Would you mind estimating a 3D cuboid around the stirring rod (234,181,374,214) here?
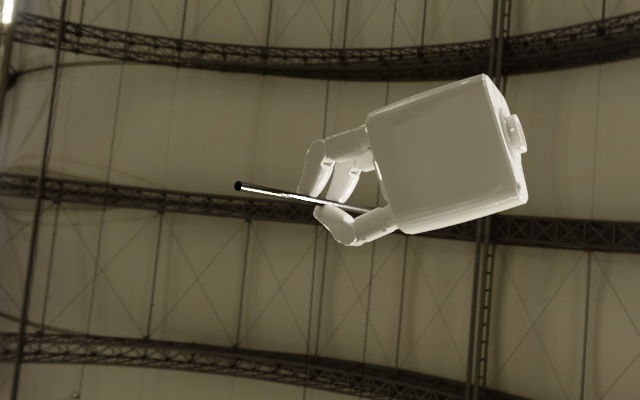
[{"bbox_3d":[0.000,0.002,0.473,0.011,0.011,0.239,0,-6,33],"label":"stirring rod"}]
